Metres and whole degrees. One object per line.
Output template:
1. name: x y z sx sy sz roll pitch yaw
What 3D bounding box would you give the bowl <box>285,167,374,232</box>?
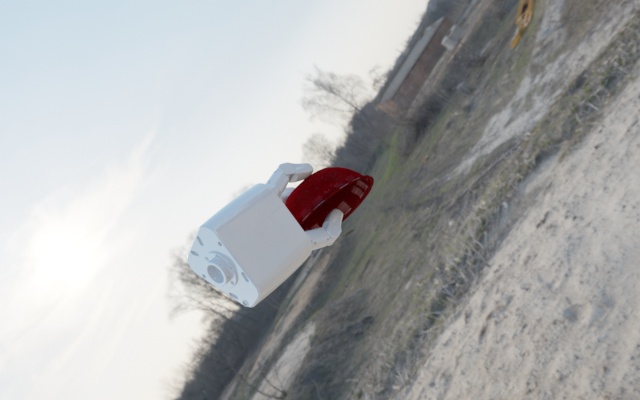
1. bowl: 0.001 0.002 0.701 0.162 0.055 0.162 -36 -17 -13
